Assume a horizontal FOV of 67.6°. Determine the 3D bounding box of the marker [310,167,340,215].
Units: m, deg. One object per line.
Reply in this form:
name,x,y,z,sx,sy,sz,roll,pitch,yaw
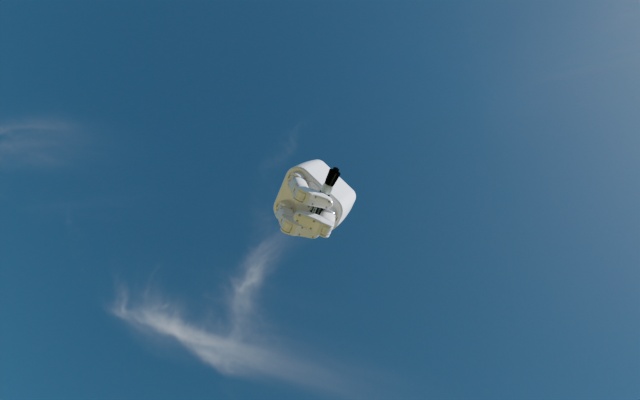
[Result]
marker,0.000,0.002,0.742,0.020,0.121,0.020,22,20,-9
